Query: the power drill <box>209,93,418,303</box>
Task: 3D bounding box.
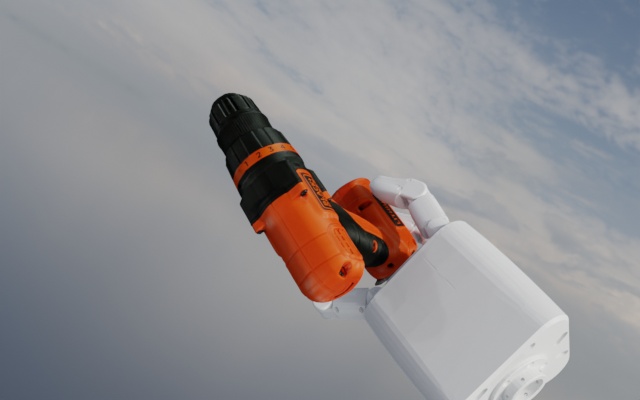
[{"bbox_3d":[0.000,0.002,0.404,0.057,0.184,0.188,-40,-26,19],"label":"power drill"}]
